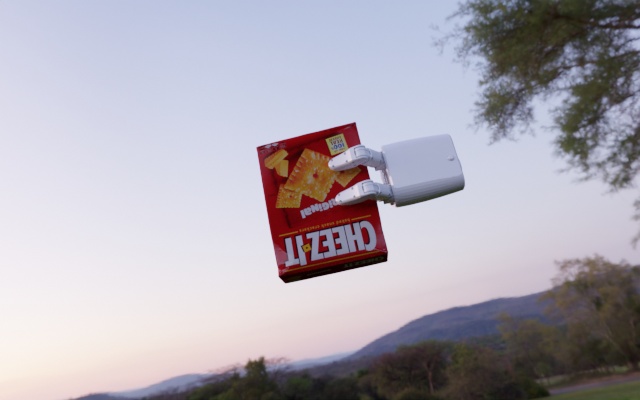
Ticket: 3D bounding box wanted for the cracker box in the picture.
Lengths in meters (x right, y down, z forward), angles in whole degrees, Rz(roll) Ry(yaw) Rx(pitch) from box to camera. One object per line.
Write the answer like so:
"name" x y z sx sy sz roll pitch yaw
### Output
"cracker box" 0.000 0.002 0.730 0.164 0.213 0.072 -13 -19 3
